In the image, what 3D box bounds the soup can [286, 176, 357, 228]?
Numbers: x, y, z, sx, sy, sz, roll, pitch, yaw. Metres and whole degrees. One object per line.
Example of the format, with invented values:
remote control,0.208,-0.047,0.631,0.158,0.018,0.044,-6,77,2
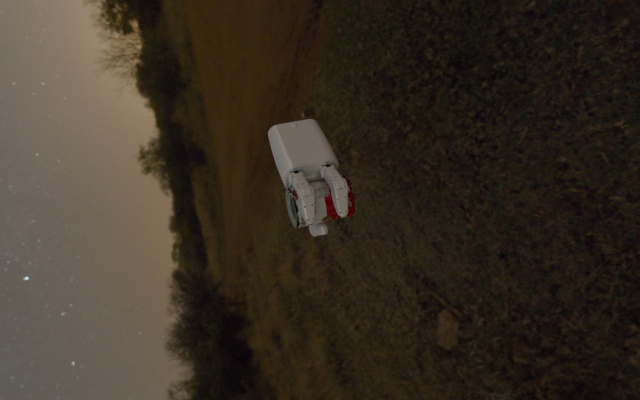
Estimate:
soup can,0.000,0.003,0.787,0.102,0.068,0.068,-12,3,-15
